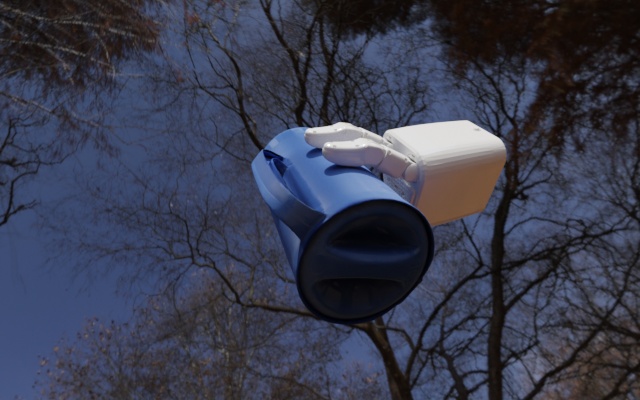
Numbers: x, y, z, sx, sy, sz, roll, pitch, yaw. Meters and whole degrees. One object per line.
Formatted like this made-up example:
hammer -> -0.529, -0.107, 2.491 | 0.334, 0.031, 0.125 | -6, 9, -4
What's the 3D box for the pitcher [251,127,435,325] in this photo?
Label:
pitcher -> 0.000, 0.002, 0.514 | 0.145, 0.149, 0.242 | -13, 30, -14
